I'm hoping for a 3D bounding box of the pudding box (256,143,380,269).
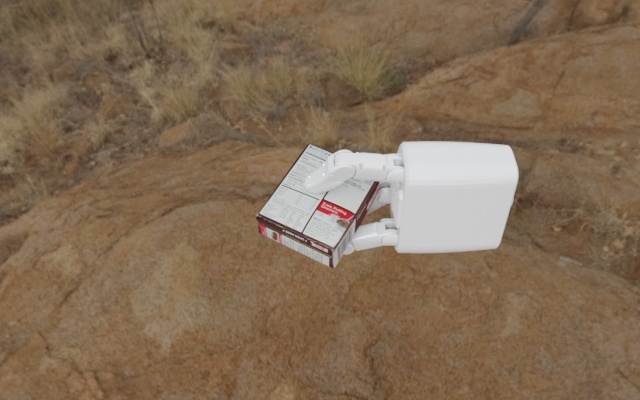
[{"bbox_3d":[0.000,0.002,0.497,0.090,0.113,0.039,23,-34,16],"label":"pudding box"}]
